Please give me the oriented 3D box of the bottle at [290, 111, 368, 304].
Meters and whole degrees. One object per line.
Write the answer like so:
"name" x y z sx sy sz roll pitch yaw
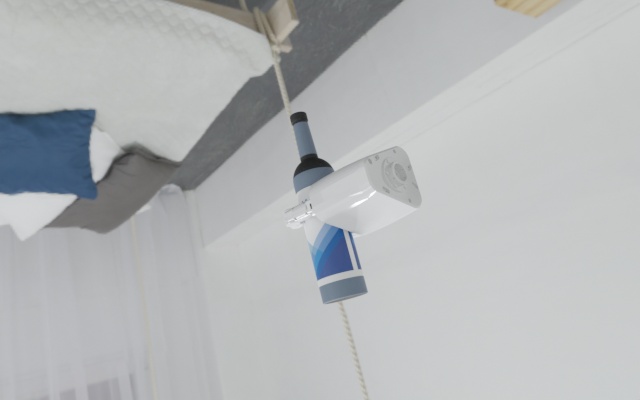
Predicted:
"bottle" 0.000 0.003 0.718 0.069 0.295 0.069 -14 -15 -4
